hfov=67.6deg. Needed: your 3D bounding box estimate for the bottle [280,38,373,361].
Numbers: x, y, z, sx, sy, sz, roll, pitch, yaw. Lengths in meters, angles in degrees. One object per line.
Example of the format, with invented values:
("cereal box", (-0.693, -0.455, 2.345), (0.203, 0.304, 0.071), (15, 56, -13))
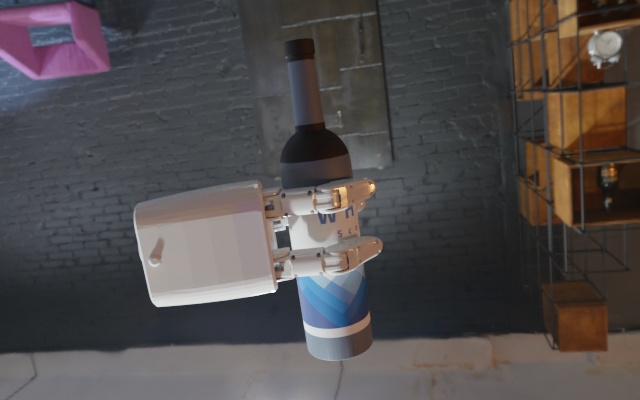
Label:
("bottle", (0.000, 0.002, 0.453), (0.069, 0.296, 0.069), (-8, 12, 2))
